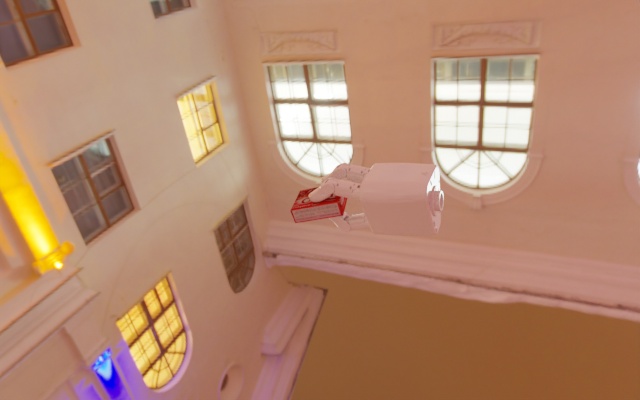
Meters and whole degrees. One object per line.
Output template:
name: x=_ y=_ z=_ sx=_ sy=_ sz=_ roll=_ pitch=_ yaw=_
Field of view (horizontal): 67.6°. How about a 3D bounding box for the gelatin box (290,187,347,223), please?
gelatin box: x=0.000 y=0.003 z=0.825 sx=0.089 sy=0.030 sz=0.073 roll=-11 pitch=26 yaw=17
